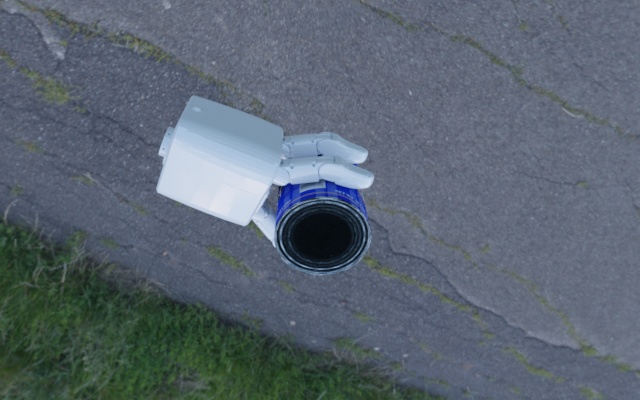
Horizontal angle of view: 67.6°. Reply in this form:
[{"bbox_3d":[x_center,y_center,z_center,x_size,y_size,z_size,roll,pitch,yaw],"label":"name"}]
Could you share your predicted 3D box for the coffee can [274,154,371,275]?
[{"bbox_3d":[0.000,0.002,0.557,0.103,0.103,0.140,0,33,-2],"label":"coffee can"}]
